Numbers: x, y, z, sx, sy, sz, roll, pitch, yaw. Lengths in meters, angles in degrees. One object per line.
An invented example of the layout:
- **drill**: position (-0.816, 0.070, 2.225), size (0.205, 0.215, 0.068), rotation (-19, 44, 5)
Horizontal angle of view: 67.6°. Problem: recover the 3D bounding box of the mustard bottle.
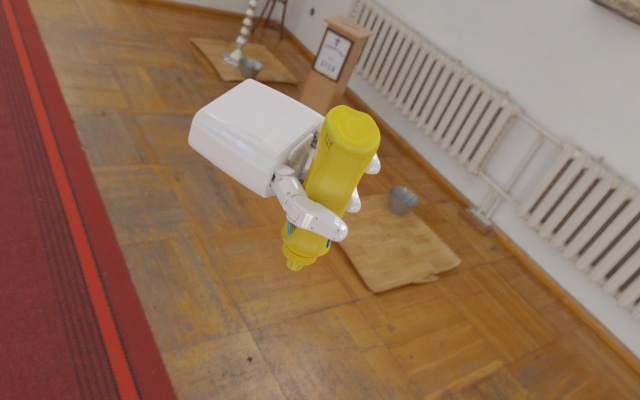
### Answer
- **mustard bottle**: position (0.000, 0.002, 0.506), size (0.058, 0.192, 0.096), rotation (19, 32, -7)
